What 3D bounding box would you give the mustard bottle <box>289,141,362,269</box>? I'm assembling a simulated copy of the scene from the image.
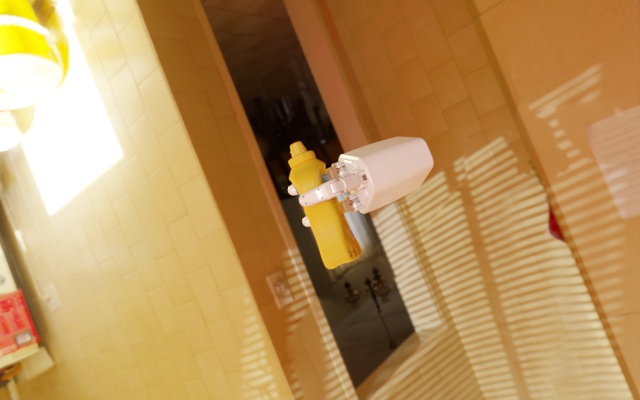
[{"bbox_3d":[0.000,0.003,0.712,0.058,0.191,0.096,-23,-2,10],"label":"mustard bottle"}]
